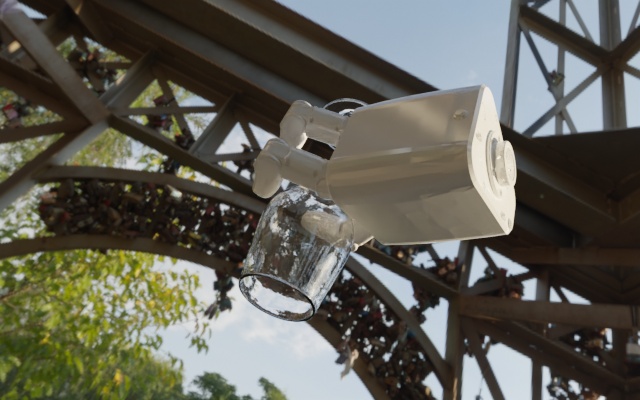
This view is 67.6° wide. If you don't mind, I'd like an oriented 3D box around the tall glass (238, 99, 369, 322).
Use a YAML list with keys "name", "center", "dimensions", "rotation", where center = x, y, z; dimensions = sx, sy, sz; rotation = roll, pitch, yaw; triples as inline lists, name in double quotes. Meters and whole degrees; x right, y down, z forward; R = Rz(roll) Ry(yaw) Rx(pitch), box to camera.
- name: "tall glass"
  center: [0.000, 0.001, 0.412]
  dimensions: [0.079, 0.201, 0.079]
  rotation: [15, -38, 12]
